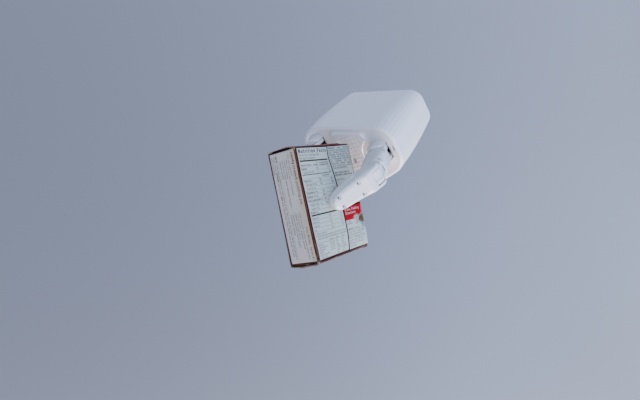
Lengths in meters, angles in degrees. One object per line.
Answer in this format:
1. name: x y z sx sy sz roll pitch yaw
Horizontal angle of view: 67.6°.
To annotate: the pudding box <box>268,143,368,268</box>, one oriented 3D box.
1. pudding box: 0.000 0.002 0.471 0.039 0.113 0.090 -14 -2 38
